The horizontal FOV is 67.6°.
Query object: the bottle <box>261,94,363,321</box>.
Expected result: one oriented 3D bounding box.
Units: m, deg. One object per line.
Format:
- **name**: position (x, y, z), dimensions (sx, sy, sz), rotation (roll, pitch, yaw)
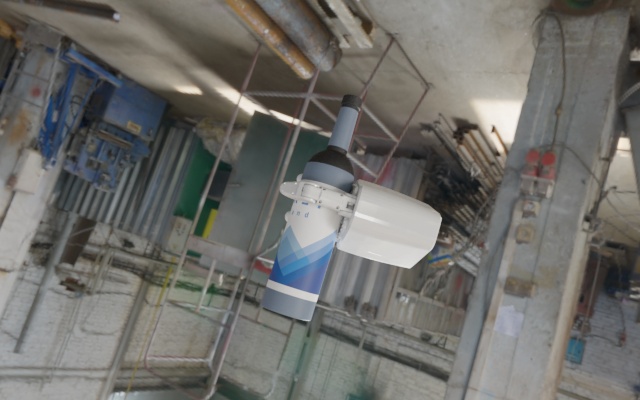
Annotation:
- **bottle**: position (0.000, 0.002, 0.620), dimensions (0.069, 0.295, 0.069), rotation (17, -8, 3)
